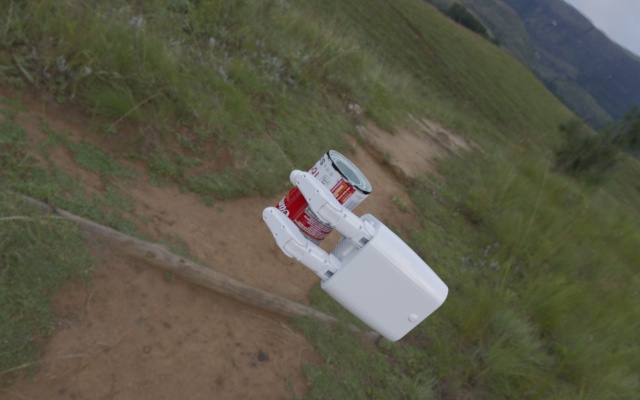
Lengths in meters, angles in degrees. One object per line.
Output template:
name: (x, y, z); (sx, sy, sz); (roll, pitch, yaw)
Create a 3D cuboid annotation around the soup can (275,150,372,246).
soup can: (0.000, 0.001, 0.540); (0.102, 0.068, 0.068); (-46, -18, 19)
